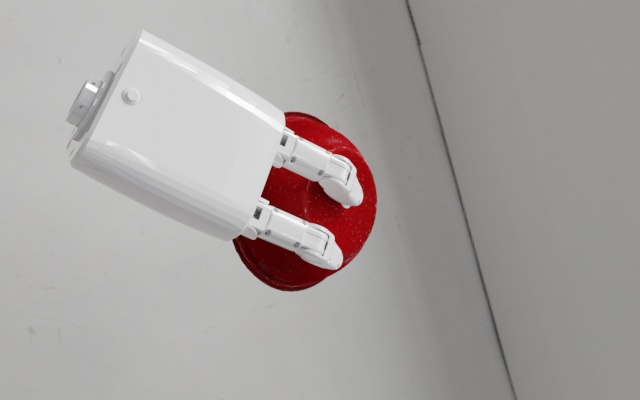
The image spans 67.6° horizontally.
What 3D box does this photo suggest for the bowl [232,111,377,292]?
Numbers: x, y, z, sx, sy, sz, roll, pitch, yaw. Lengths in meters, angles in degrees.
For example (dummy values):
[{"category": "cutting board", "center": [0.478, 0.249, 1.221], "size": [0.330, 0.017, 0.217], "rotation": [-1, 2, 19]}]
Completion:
[{"category": "bowl", "center": [0.001, 0.002, 0.414], "size": [0.055, 0.162, 0.162], "rotation": [1, 1, 43]}]
